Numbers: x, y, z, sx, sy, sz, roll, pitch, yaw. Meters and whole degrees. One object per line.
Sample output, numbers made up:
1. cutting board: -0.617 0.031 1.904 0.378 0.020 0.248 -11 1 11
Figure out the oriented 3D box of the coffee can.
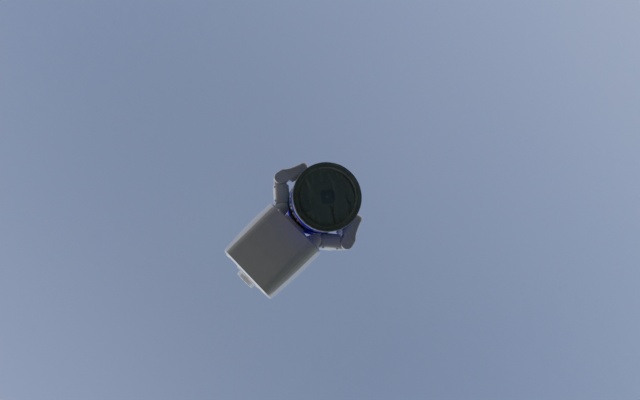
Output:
1. coffee can: 0.000 0.002 0.759 0.103 0.103 0.140 0 -7 -8
